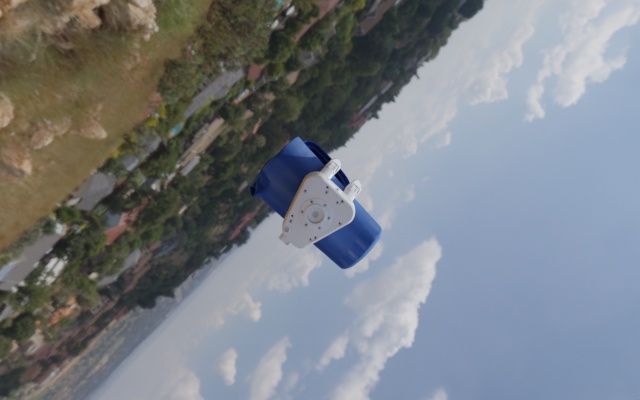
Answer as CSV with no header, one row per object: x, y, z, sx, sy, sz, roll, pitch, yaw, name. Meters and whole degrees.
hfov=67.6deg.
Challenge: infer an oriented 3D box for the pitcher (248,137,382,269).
0.000,0.003,0.890,0.243,0.149,0.145,44,3,-3,pitcher
